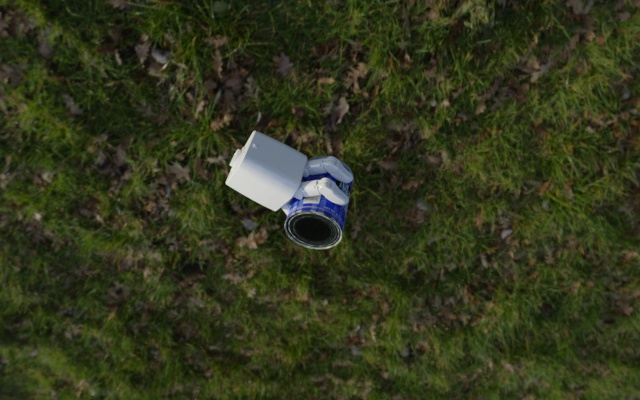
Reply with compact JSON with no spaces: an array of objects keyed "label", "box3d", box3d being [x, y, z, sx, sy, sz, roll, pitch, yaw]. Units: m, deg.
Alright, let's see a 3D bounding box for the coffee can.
[{"label":"coffee can","box3d":[0.000,0.003,0.870,0.103,0.140,0.103,8,-42,7]}]
